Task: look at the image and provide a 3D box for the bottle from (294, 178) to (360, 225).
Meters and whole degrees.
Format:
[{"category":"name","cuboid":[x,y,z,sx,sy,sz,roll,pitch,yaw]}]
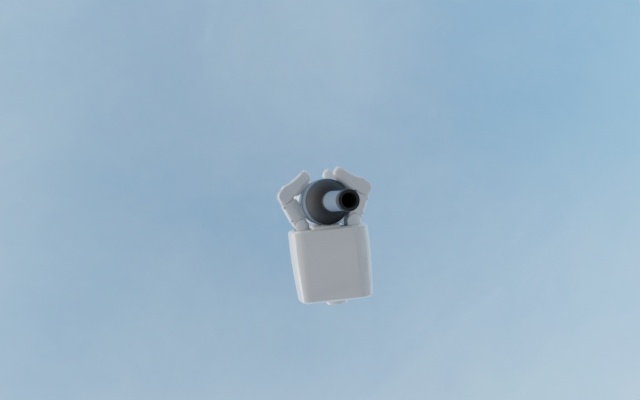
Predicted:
[{"category":"bottle","cuboid":[0.000,0.002,0.715,0.069,0.069,0.296,0,-1,-14]}]
